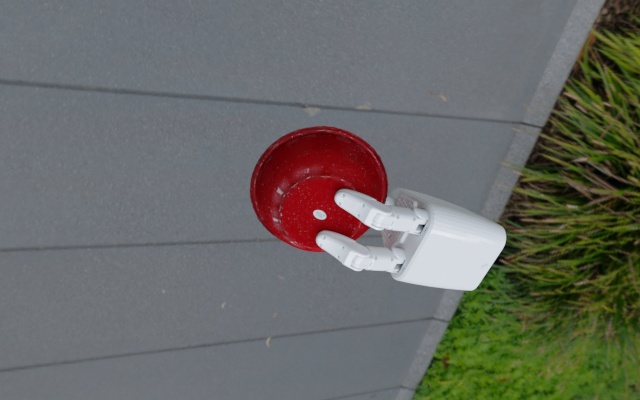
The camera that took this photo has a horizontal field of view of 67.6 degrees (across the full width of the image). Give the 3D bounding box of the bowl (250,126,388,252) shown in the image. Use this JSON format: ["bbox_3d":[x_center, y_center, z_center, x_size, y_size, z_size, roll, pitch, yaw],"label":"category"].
[{"bbox_3d":[-0.001,0.002,0.536,0.162,0.162,0.055,0,28,-3],"label":"bowl"}]
